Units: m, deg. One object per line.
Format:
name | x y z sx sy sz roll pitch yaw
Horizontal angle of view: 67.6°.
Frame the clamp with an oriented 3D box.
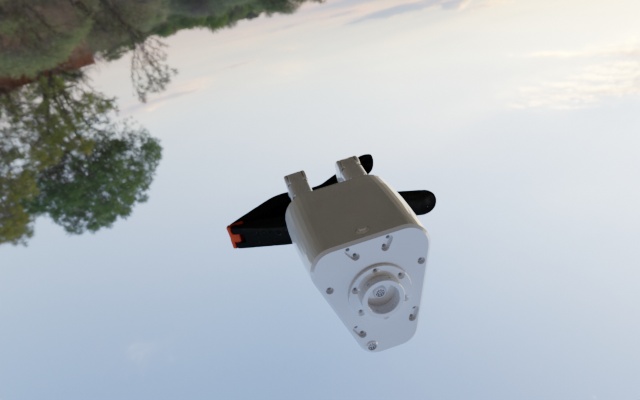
clamp | 0.000 0.003 0.532 0.210 0.036 0.164 -17 23 -5
